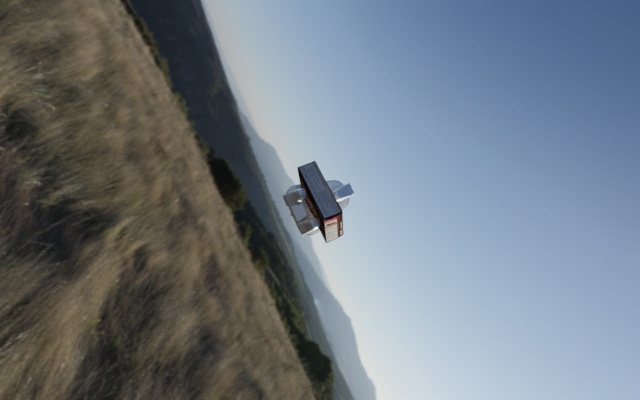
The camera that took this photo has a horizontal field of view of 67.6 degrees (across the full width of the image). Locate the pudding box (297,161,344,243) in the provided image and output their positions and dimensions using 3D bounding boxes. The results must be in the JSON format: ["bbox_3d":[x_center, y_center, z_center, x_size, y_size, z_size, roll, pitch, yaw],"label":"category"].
[{"bbox_3d":[0.000,0.003,0.811,0.039,0.113,0.090,-25,-27,-9],"label":"pudding box"}]
